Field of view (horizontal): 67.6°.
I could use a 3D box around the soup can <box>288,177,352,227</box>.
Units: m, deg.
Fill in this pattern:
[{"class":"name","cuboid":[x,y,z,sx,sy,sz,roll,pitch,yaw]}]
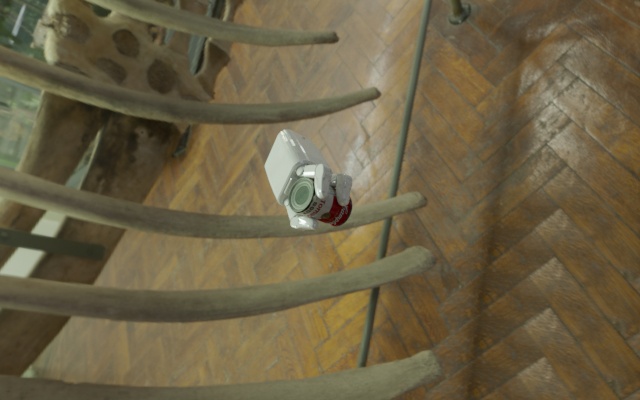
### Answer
[{"class":"soup can","cuboid":[0.000,0.003,0.872,0.068,0.068,0.102,0,-16,46]}]
